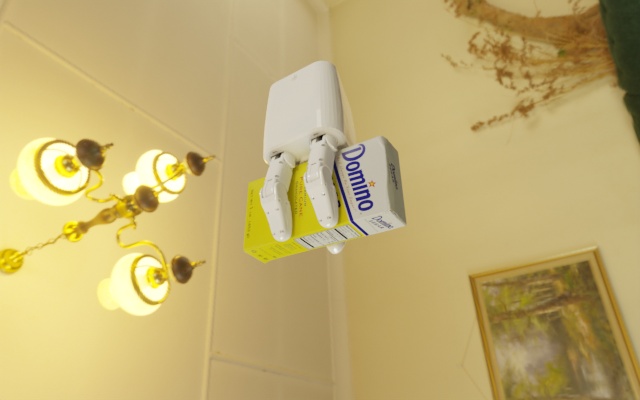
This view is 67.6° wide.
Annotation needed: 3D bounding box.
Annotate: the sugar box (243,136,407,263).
[{"bbox_3d":[0.000,0.001,0.515,0.176,0.093,0.048,-20,-35,28],"label":"sugar box"}]
